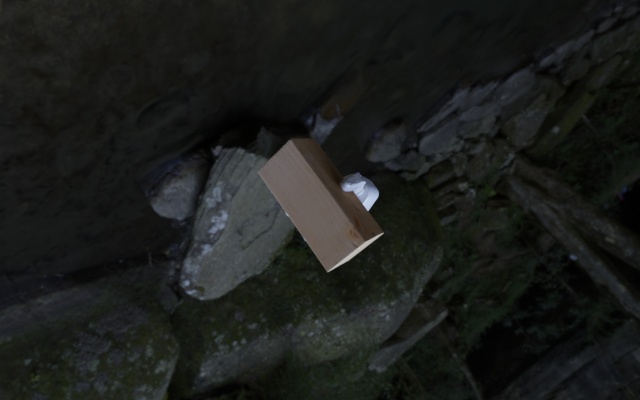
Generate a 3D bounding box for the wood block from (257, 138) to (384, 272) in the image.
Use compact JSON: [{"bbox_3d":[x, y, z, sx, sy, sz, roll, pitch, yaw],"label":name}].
[{"bbox_3d":[0.001,0.003,0.804,0.091,0.206,0.090,-41,-12,24],"label":"wood block"}]
